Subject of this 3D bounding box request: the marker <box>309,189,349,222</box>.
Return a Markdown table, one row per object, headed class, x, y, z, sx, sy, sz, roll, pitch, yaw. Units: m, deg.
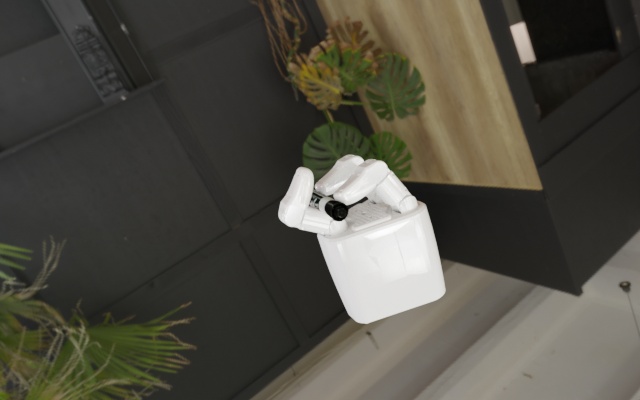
| class | x | y | z | sx | sy | sz | roll | pitch | yaw |
| --- | --- | --- | --- | --- | --- | --- | --- | --- | --- |
| marker | 0.000 | 0.002 | 0.501 | 0.020 | 0.020 | 0.121 | 0 | 10 | -20 |
